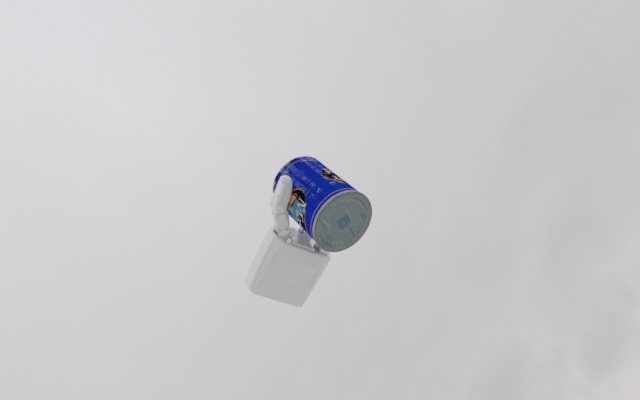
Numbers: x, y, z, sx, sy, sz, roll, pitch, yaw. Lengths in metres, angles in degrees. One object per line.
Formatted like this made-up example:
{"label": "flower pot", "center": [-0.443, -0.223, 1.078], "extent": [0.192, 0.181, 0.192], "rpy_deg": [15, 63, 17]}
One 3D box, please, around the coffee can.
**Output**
{"label": "coffee can", "center": [0.000, 0.002, 0.758], "extent": [0.103, 0.103, 0.140], "rpy_deg": [0, 26, -35]}
